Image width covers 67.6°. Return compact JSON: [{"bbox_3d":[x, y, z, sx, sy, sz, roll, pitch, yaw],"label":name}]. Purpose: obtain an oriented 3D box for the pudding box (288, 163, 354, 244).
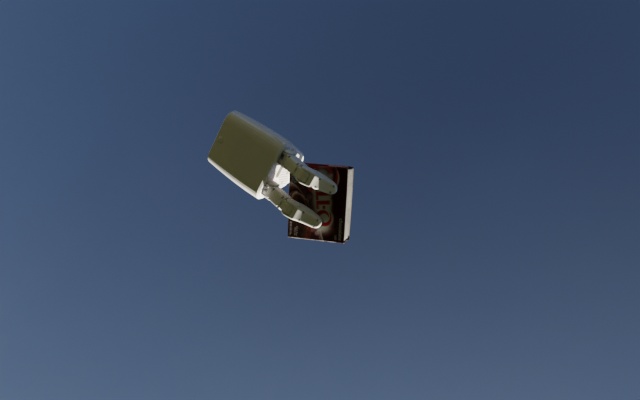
[{"bbox_3d":[0.000,0.002,0.710,0.090,0.113,0.039,5,10,21],"label":"pudding box"}]
